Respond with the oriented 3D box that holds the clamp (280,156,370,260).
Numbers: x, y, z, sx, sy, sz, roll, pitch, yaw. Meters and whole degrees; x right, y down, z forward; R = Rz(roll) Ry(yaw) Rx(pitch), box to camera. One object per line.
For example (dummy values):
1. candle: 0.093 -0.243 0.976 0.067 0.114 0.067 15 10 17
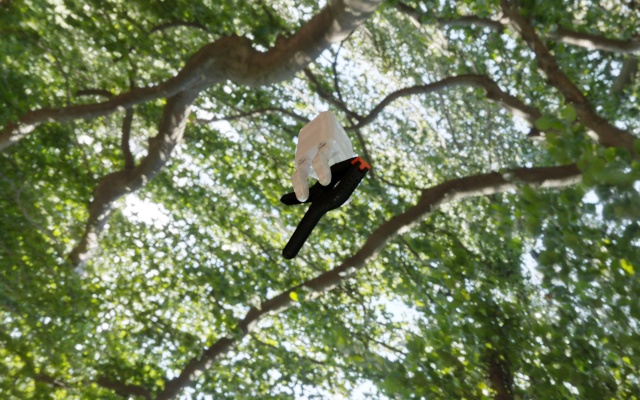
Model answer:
1. clamp: 0.001 0.003 0.839 0.210 0.164 0.036 -35 -54 29
